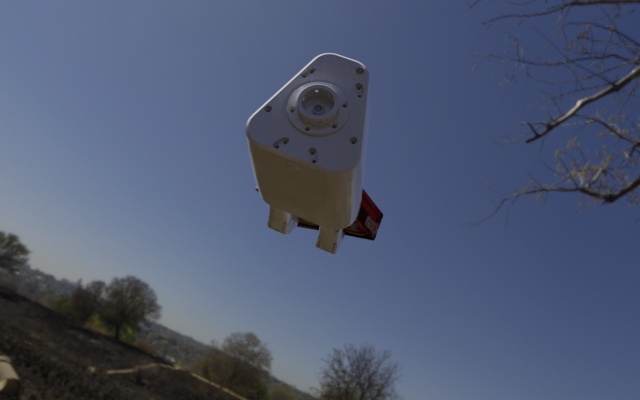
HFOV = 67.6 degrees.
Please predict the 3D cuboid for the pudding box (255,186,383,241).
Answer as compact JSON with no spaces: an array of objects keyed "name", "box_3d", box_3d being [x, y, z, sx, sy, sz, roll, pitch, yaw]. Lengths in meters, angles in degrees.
[{"name":"pudding box","box_3d":[0.000,0.002,0.519,0.113,0.039,0.090,10,-25,37]}]
